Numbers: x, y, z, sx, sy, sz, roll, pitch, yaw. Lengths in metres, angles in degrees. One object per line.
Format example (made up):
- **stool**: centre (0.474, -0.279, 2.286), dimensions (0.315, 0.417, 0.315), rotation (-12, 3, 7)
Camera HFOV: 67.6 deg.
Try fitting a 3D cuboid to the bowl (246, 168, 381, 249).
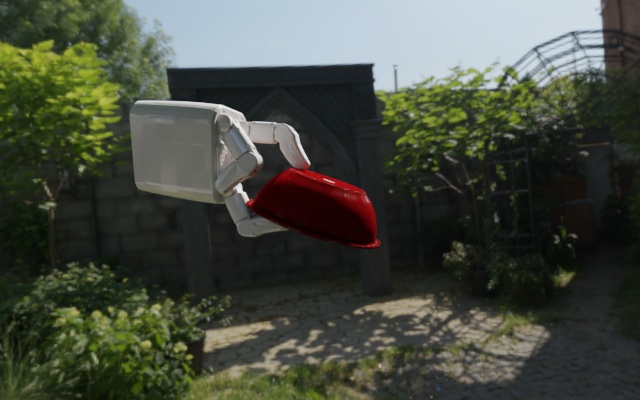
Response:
- **bowl**: centre (0.001, 0.002, 0.550), dimensions (0.162, 0.055, 0.162), rotation (18, 7, -2)
